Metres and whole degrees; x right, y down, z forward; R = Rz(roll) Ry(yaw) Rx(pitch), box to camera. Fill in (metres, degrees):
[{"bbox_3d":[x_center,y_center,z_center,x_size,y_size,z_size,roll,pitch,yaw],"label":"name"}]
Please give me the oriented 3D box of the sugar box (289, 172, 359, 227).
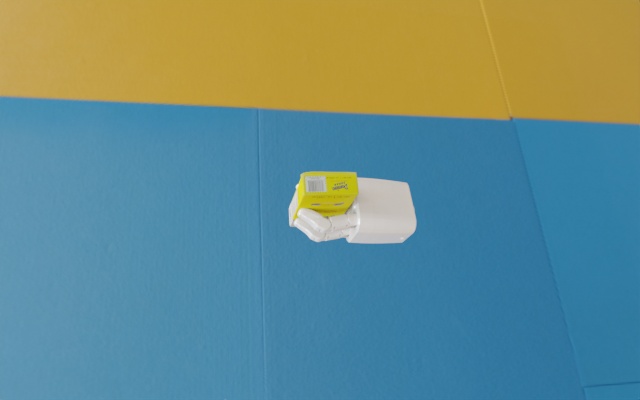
[{"bbox_3d":[0.000,0.003,0.842,0.093,0.048,0.176,0,-22,-10],"label":"sugar box"}]
